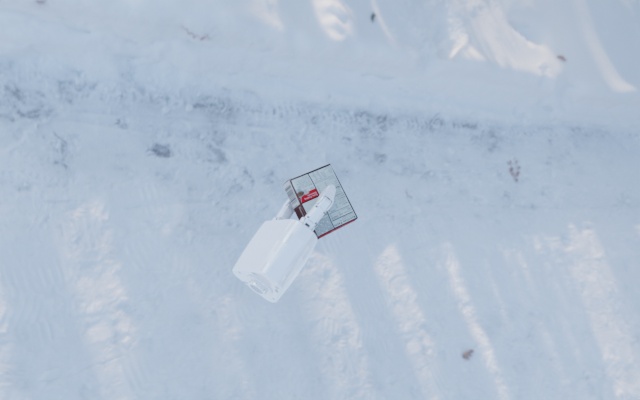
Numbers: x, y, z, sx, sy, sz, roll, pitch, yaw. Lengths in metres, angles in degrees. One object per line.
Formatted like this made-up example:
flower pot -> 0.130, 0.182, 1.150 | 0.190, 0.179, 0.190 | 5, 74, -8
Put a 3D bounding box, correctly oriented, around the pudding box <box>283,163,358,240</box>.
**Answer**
pudding box -> 0.000, 0.003, 0.831 | 0.090, 0.113, 0.039 | -23, -4, -28
